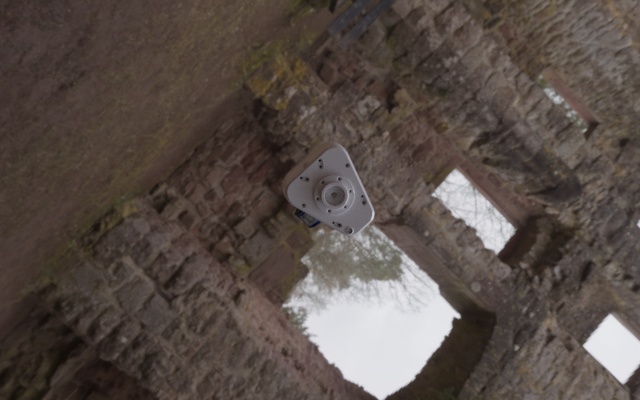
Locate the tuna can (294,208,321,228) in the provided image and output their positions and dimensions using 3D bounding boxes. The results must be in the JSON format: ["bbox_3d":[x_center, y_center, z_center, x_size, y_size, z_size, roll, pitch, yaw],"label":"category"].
[{"bbox_3d":[0.001,0.003,0.759,0.034,0.086,0.086,44,-11,-11],"label":"tuna can"}]
